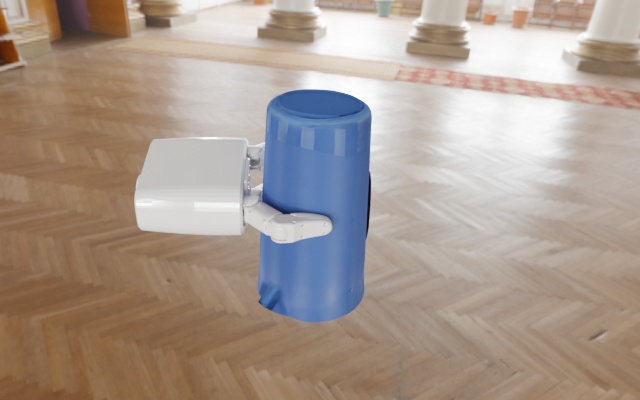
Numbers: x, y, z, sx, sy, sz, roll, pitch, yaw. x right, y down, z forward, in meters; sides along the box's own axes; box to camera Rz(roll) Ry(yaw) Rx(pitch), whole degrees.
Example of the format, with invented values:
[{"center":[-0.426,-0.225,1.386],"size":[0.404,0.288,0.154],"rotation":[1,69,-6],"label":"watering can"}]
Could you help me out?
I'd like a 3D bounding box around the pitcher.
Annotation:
[{"center":[0.000,0.002,0.548],"size":[0.145,0.243,0.149],"rotation":[1,29,-5],"label":"pitcher"}]
